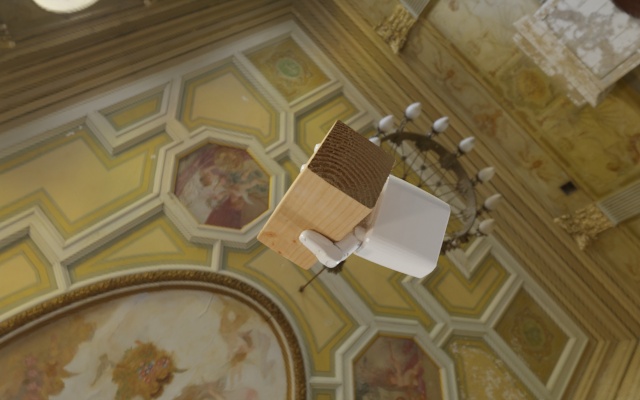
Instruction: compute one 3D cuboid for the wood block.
[{"bbox_3d":[0.000,0.003,0.633,0.090,0.090,0.206,33,-36,-5],"label":"wood block"}]
